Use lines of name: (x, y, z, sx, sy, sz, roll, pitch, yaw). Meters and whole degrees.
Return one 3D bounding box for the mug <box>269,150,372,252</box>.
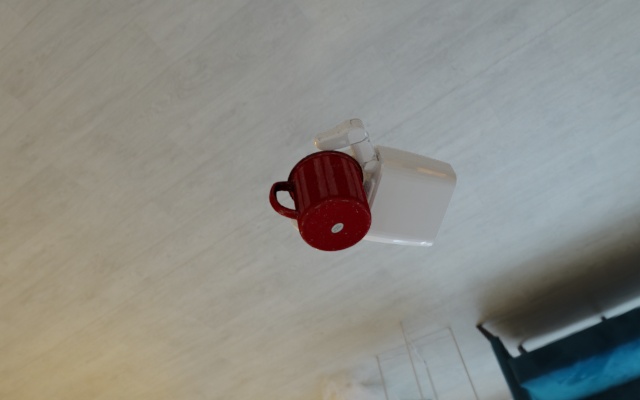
mug: (-0.001, 0.002, 0.541, 0.117, 0.093, 0.081, 7, 38, -16)
